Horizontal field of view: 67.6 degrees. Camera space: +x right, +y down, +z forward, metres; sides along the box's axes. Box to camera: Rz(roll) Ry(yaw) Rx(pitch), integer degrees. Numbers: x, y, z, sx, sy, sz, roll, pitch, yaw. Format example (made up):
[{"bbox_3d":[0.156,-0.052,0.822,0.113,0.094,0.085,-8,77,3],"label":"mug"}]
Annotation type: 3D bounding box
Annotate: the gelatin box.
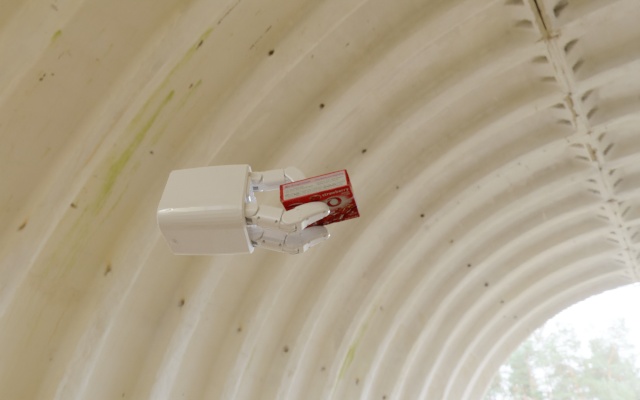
[{"bbox_3d":[0.000,0.002,0.611,0.089,0.030,0.073,-14,-37,7],"label":"gelatin box"}]
